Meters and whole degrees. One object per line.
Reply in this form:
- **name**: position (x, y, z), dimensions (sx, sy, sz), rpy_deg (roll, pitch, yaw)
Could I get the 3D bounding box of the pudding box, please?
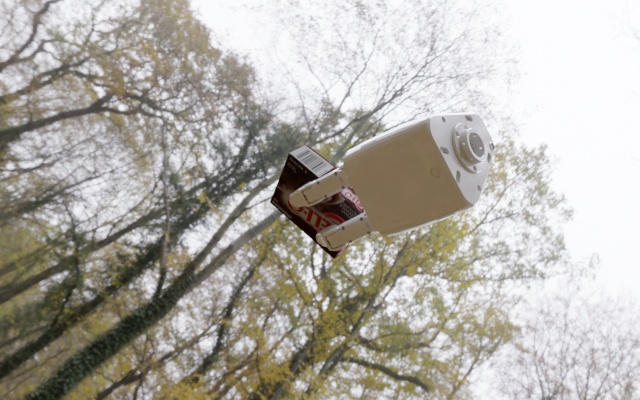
- **pudding box**: position (0.000, 0.002, 0.569), dimensions (0.039, 0.113, 0.090), rpy_deg (-34, -20, -43)
